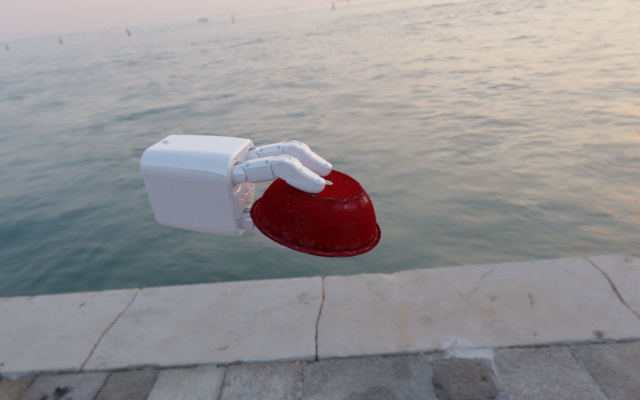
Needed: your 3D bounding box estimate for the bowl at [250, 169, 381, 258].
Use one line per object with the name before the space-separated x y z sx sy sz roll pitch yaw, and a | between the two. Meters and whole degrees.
bowl | 0.001 0.002 0.570 0.162 0.055 0.162 11 25 -5
